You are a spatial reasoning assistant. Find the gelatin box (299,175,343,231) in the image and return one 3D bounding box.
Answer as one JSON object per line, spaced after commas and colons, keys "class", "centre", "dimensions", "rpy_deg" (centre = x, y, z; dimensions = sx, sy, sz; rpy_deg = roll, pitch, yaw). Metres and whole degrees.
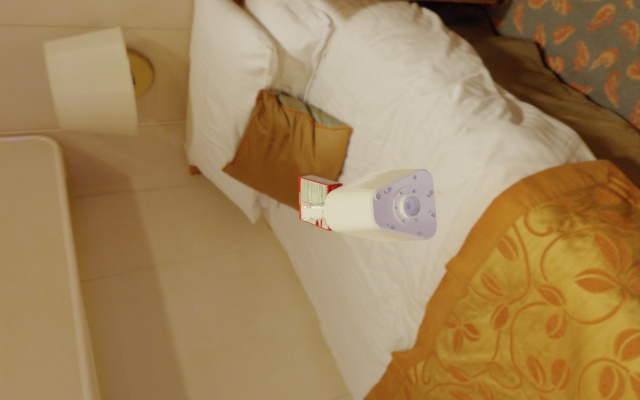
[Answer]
{"class": "gelatin box", "centre": [0.000, 0.002, 0.758], "dimensions": [0.030, 0.073, 0.089], "rpy_deg": [-9, 15, -33]}
